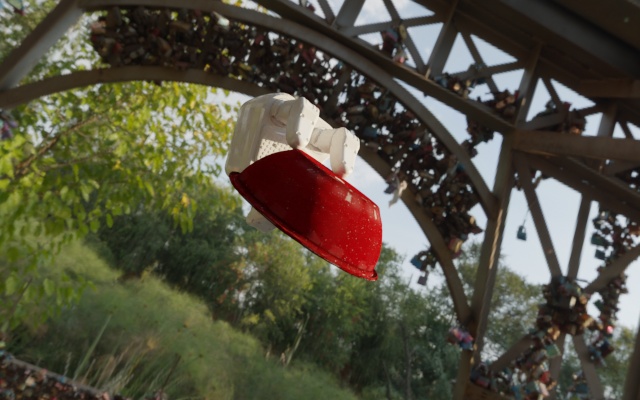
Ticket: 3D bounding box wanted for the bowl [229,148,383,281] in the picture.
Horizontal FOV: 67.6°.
[{"bbox_3d":[0.001,0.002,0.428,0.162,0.055,0.162,35,6,-4],"label":"bowl"}]
